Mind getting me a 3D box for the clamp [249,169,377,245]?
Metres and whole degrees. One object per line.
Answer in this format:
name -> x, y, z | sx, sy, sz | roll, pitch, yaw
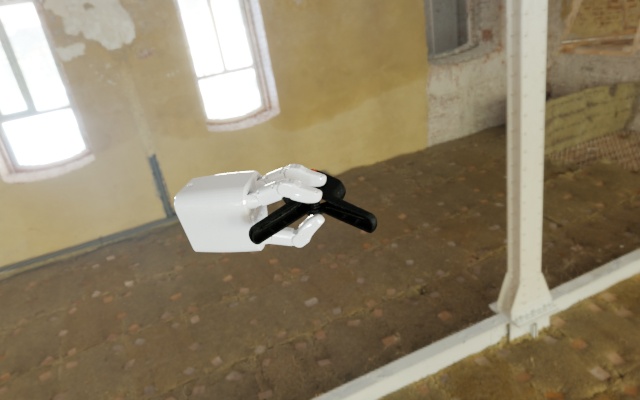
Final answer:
clamp -> 0.000, 0.003, 0.687 | 0.164, 0.036, 0.210 | -2, 23, 9
